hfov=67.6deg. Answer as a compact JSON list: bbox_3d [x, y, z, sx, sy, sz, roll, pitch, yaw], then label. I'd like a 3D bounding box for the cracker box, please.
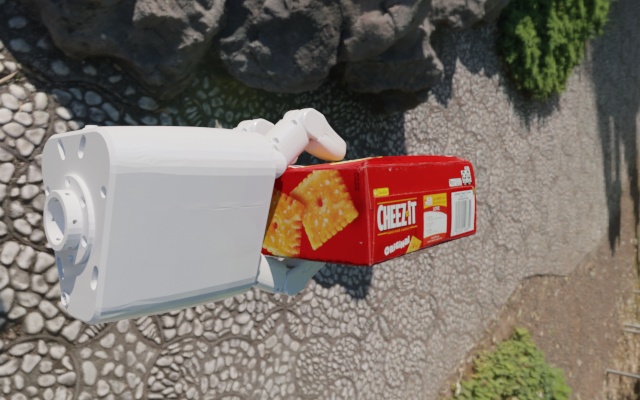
[{"bbox_3d":[0.000,0.002,0.411,0.213,0.072,0.164,1,5,41],"label":"cracker box"}]
